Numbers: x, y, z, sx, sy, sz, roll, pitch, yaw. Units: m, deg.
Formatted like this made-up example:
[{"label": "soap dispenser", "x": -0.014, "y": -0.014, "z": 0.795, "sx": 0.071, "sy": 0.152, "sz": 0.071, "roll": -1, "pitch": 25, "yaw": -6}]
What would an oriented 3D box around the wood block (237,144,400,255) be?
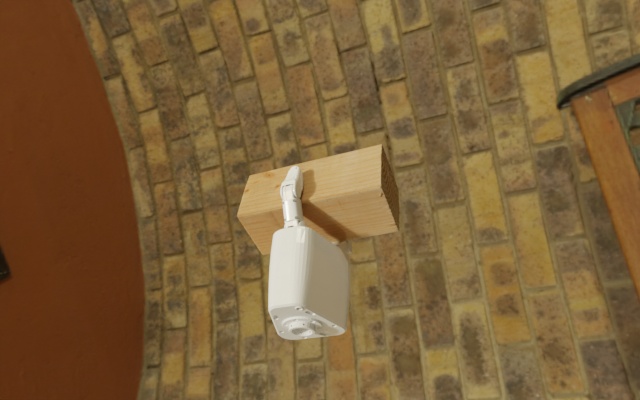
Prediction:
[{"label": "wood block", "x": 0.000, "y": 0.002, "z": 0.678, "sx": 0.206, "sy": 0.091, "sz": 0.090, "roll": -12, "pitch": 40, "yaw": 18}]
